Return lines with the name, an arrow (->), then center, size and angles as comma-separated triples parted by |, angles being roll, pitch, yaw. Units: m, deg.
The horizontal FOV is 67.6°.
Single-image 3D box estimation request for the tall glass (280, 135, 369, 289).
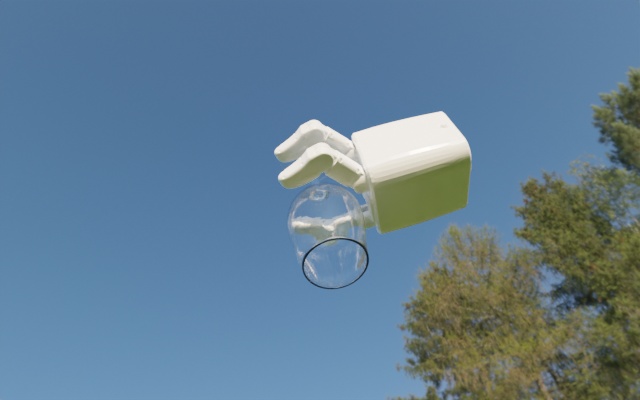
tall glass -> 0.000, 0.001, 0.510 | 0.079, 0.079, 0.201 | 0, 35, -9
